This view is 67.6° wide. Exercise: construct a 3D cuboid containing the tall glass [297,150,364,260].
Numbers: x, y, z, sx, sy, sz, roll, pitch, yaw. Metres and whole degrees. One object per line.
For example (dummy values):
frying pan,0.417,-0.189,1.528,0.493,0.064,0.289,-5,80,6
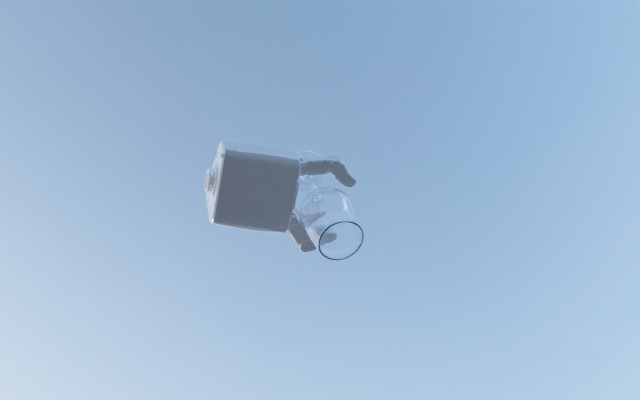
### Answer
tall glass,0.000,0.002,0.693,0.079,0.079,0.201,0,30,-19
